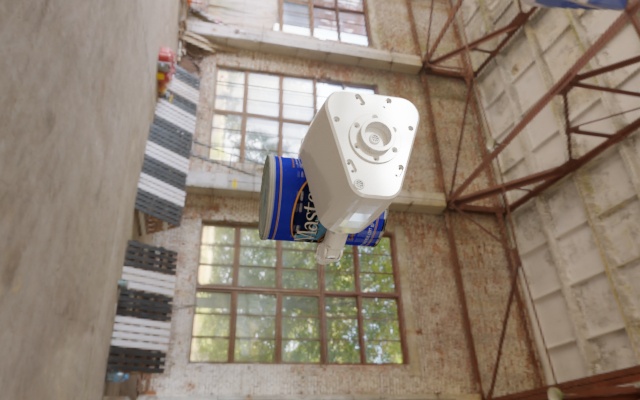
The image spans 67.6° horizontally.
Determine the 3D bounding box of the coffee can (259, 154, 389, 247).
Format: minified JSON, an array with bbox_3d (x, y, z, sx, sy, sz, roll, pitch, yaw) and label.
[{"bbox_3d":[0.000,0.002,0.584,0.140,0.103,0.103,5,-1,-12],"label":"coffee can"}]
